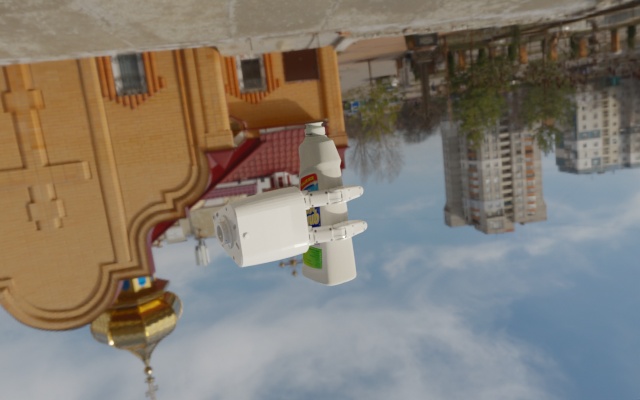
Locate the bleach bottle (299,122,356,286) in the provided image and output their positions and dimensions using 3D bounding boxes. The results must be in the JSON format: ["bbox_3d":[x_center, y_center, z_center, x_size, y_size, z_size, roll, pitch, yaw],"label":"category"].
[{"bbox_3d":[0.000,0.003,0.764,0.068,0.251,0.102,-13,11,-29],"label":"bleach bottle"}]
